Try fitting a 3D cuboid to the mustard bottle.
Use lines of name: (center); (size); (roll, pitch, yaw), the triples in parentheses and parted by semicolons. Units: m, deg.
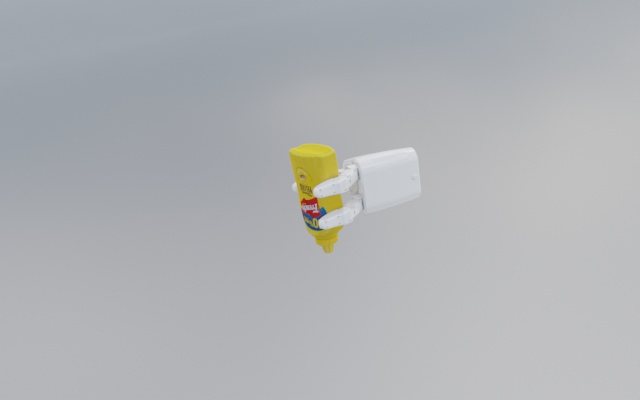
mustard bottle: (0.000, 0.003, 0.817); (0.058, 0.192, 0.096); (-25, 26, -32)
